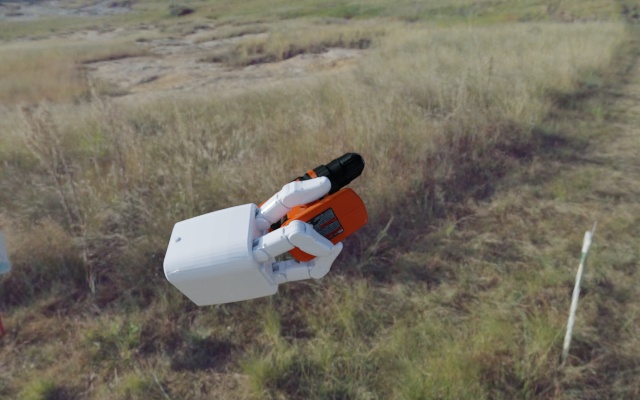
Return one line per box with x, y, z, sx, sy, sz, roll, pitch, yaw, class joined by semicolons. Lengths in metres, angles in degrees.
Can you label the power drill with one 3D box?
0.000;0.002;0.642;0.184;0.057;0.187;-34;16;-3;power drill
